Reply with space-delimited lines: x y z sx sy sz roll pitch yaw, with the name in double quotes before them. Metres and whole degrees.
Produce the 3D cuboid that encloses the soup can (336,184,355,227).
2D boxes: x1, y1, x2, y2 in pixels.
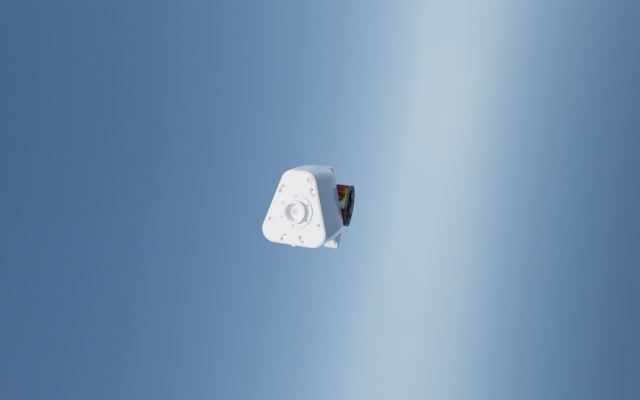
"soup can" 0.000 0.002 0.789 0.102 0.068 0.068 8 2 13
